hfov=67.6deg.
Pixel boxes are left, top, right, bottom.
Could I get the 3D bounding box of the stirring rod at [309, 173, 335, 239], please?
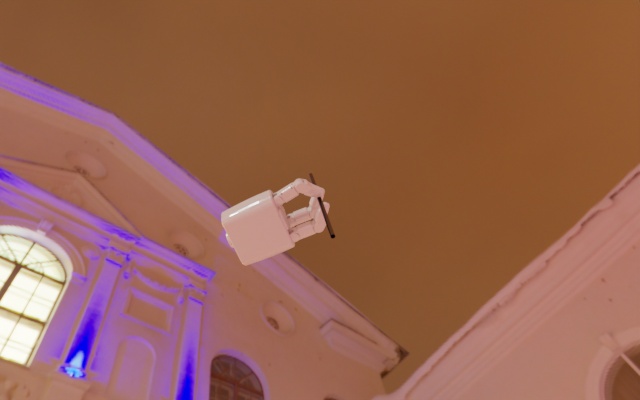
[{"bbox_3d":[0.000,0.003,0.892,0.011,0.011,0.239,0,28,-11],"label":"stirring rod"}]
